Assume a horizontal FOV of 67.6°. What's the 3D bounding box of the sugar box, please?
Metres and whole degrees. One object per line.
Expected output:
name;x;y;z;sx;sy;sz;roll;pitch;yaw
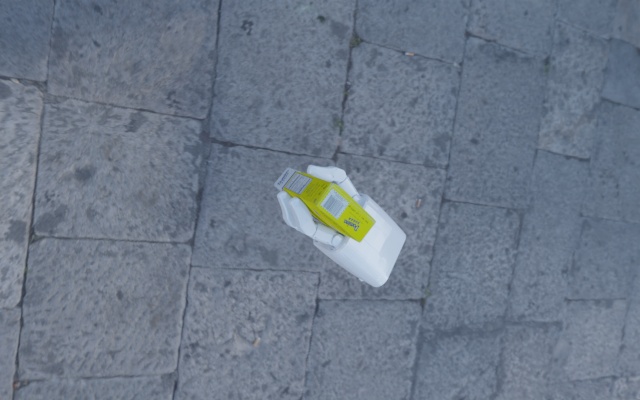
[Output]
sugar box;0.000;0.003;0.723;0.093;0.048;0.176;42;-10;-25
